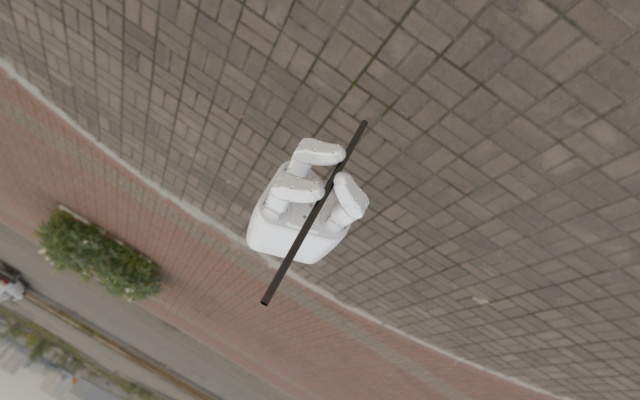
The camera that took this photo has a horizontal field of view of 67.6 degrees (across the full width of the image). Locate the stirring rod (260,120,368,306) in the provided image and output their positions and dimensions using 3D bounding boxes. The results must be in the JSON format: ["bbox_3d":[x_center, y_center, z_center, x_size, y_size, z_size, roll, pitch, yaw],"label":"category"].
[{"bbox_3d":[0.000,0.002,0.487,0.011,0.239,0.011,21,-31,13],"label":"stirring rod"}]
